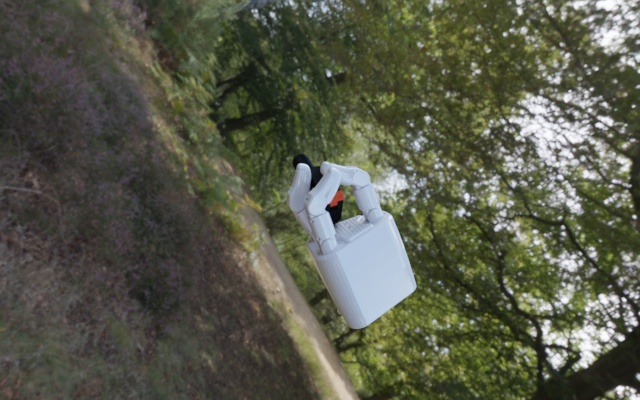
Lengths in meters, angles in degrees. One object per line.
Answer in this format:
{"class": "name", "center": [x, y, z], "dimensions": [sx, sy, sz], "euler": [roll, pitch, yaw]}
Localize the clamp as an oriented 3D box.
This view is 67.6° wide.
{"class": "clamp", "center": [0.001, 0.002, 0.651], "dimensions": [0.039, 0.120, 0.171], "euler": [-22, 15, -6]}
